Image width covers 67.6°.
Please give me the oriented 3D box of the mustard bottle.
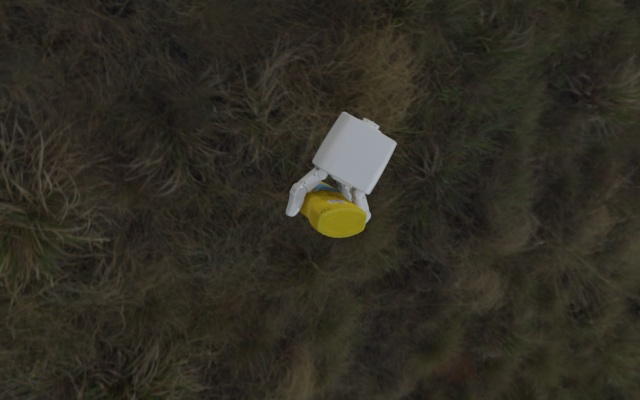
[{"bbox_3d":[0.000,0.003,0.883,0.096,0.058,0.191,-2,23,-26],"label":"mustard bottle"}]
